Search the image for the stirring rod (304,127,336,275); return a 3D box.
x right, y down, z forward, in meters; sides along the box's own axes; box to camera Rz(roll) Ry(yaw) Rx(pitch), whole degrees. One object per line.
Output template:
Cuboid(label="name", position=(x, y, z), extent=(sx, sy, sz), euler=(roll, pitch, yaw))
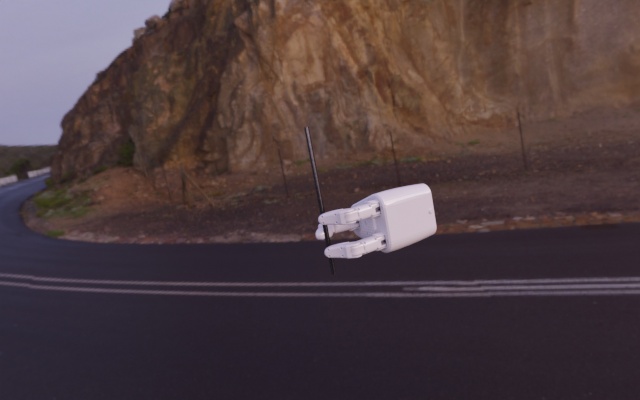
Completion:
Cuboid(label="stirring rod", position=(0.000, 0.003, 0.762), extent=(0.011, 0.239, 0.011), euler=(-10, 8, 1))
